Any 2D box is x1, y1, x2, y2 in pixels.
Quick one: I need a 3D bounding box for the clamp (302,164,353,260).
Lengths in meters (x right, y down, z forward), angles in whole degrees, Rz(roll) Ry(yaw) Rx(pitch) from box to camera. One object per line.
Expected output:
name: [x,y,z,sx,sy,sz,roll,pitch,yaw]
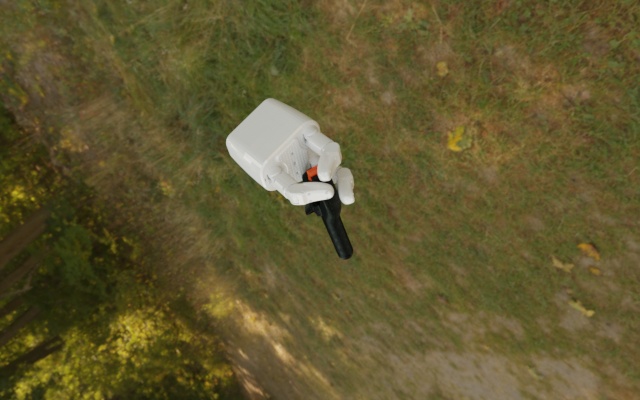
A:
clamp: [0.000,0.003,0.712,0.039,0.172,0.120,-33,47,-20]
